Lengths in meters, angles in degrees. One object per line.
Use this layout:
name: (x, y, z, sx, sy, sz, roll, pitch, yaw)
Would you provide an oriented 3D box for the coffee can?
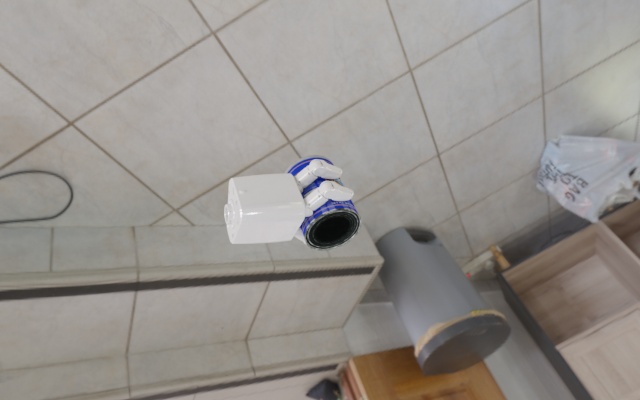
coffee can: (0.000, 0.003, 0.846, 0.103, 0.103, 0.140, 0, 44, -26)
